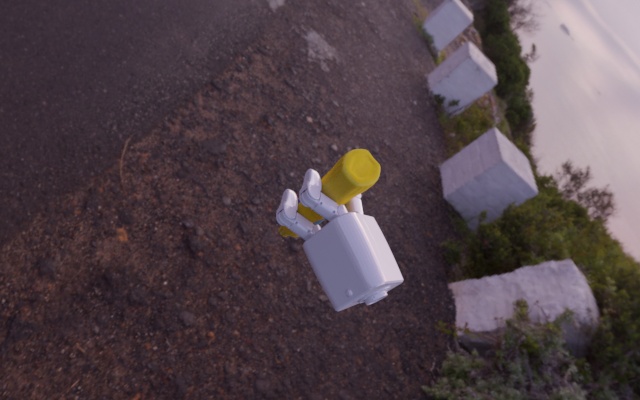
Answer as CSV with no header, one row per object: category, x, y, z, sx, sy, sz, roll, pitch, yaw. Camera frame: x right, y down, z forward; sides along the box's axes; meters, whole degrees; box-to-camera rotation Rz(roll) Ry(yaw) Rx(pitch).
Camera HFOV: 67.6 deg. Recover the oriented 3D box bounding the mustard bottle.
mustard bottle,0.000,0.002,0.714,0.192,0.058,0.096,-40,1,35
